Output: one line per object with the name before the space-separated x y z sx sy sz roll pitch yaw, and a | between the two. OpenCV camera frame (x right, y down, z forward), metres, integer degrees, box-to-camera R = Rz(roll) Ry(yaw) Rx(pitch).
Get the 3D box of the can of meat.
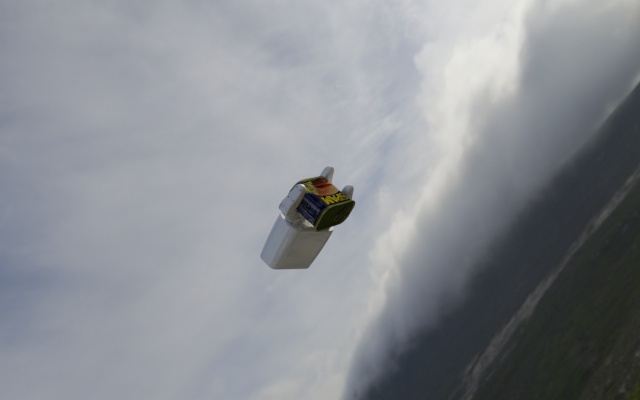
can of meat | 0.000 0.003 0.873 0.084 0.057 0.102 41 31 24
